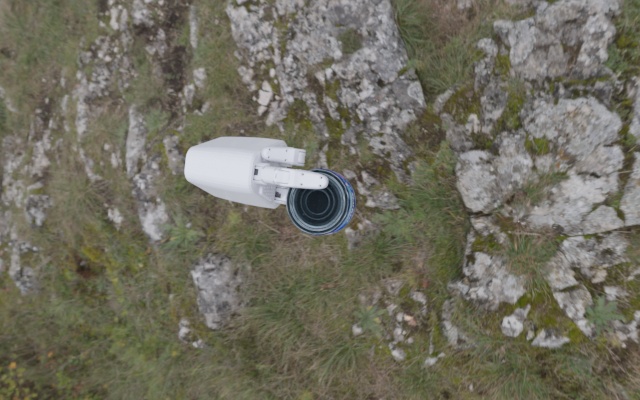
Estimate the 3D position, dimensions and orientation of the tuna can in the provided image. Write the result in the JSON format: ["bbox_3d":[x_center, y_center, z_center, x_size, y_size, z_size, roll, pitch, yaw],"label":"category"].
[{"bbox_3d":[0.000,0.002,0.611,0.086,0.086,0.034,0,-1,17],"label":"tuna can"}]
